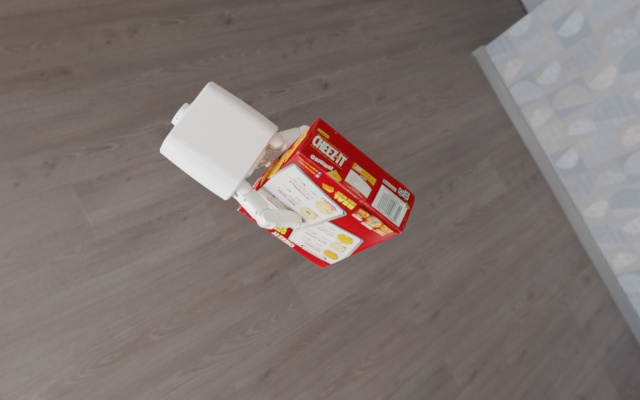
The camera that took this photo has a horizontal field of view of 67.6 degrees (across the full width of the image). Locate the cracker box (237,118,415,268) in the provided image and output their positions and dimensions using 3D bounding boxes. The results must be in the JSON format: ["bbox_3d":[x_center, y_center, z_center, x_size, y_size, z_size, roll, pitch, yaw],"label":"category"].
[{"bbox_3d":[0.000,0.002,0.660,0.164,0.072,0.214,37,-32,-12],"label":"cracker box"}]
